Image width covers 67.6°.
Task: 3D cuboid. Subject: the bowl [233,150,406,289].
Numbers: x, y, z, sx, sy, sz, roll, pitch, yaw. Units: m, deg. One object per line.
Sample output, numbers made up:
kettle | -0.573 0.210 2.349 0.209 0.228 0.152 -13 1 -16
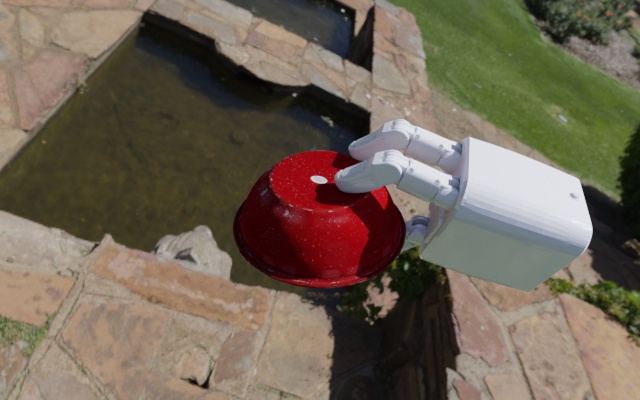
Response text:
bowl | -0.001 0.001 0.433 0.162 0.055 0.162 1 38 -1
